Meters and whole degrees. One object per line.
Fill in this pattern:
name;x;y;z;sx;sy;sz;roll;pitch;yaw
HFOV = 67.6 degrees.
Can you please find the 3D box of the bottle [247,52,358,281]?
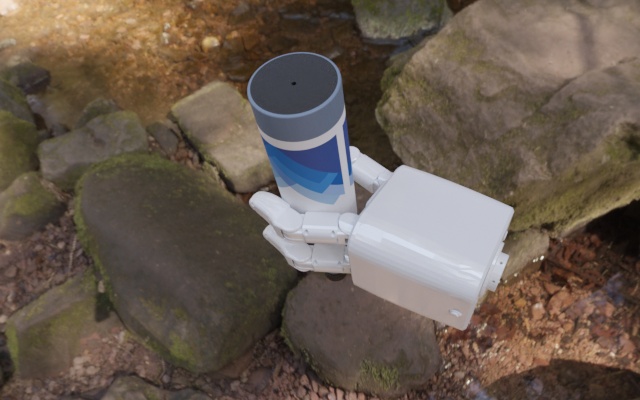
bottle;0.000;0.001;0.451;0.069;0.069;0.296;0;-34;9
